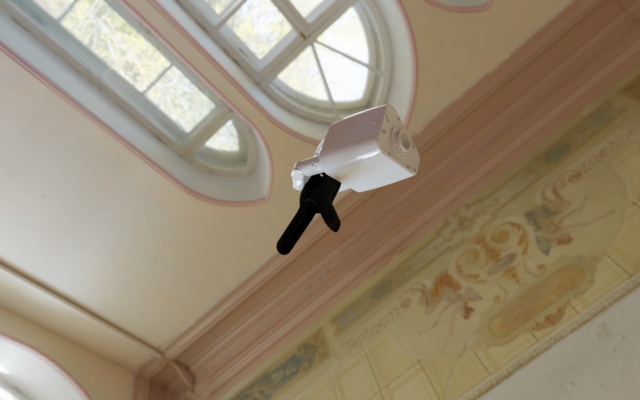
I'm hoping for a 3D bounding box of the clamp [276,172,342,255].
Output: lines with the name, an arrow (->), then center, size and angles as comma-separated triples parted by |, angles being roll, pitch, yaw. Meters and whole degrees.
clamp -> 0.000, 0.003, 0.732 | 0.120, 0.171, 0.039 | -15, -47, 40
